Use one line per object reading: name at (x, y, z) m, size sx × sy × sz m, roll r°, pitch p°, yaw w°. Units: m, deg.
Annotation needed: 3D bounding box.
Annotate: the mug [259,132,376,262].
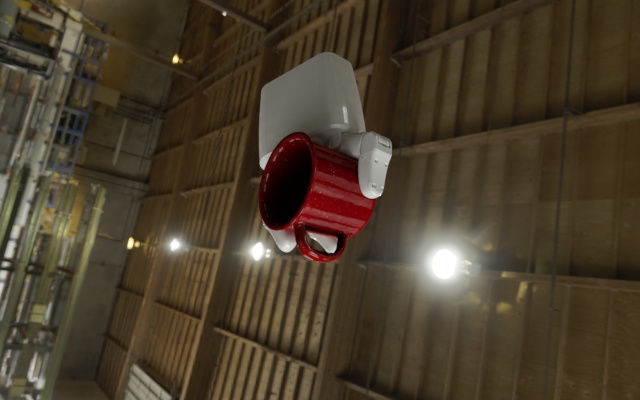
mug at (0.000, 0.003, 0.451) m, size 0.081 × 0.117 × 0.093 m, roll 16°, pitch -34°, yaw -34°
